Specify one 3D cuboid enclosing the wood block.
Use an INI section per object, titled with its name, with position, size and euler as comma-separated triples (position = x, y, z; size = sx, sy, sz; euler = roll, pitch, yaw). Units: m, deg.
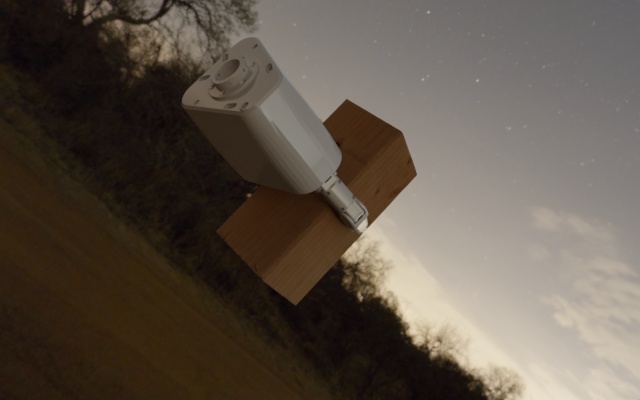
[wood block]
position = 0.000, 0.002, 0.533
size = 0.090, 0.206, 0.090
euler = 39, -9, 34
